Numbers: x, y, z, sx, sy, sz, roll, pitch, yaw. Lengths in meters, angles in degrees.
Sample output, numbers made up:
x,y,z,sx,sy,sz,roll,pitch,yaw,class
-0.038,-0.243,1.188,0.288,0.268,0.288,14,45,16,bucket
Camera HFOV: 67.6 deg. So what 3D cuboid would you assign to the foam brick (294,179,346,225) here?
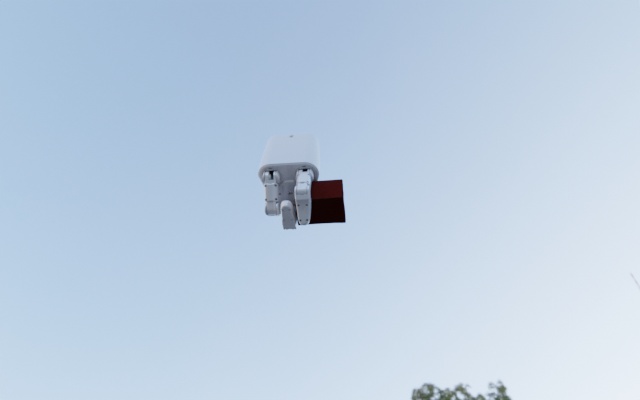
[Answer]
x,y,z,sx,sy,sz,roll,pitch,yaw,class
0.000,0.003,0.761,0.078,0.053,0.051,-3,36,4,foam brick
